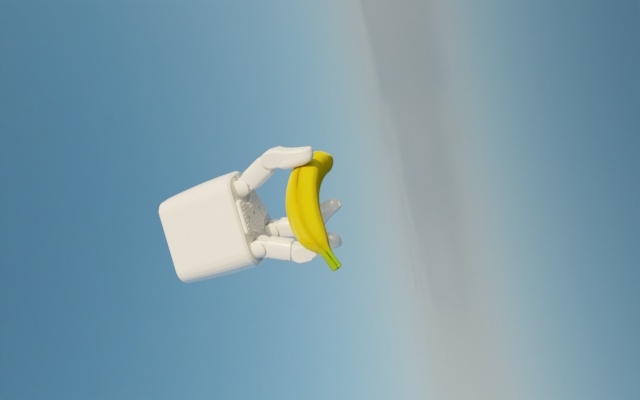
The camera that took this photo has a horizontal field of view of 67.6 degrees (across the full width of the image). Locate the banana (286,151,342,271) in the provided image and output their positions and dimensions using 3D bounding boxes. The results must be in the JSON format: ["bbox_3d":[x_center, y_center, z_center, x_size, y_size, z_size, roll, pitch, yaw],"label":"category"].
[{"bbox_3d":[-0.010,-0.008,0.552,0.037,0.197,0.070,-26,-53,21],"label":"banana"}]
